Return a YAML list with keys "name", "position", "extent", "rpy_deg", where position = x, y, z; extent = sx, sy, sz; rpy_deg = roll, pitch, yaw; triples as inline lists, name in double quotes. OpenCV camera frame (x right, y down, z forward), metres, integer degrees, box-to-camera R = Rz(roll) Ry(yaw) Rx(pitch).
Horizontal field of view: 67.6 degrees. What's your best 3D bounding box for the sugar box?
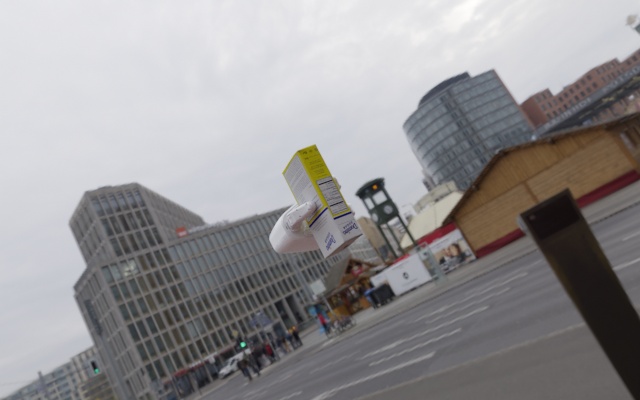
- name: "sugar box"
  position: [0.000, 0.002, 0.818]
  extent: [0.048, 0.176, 0.093]
  rpy_deg: [-23, -13, -28]
